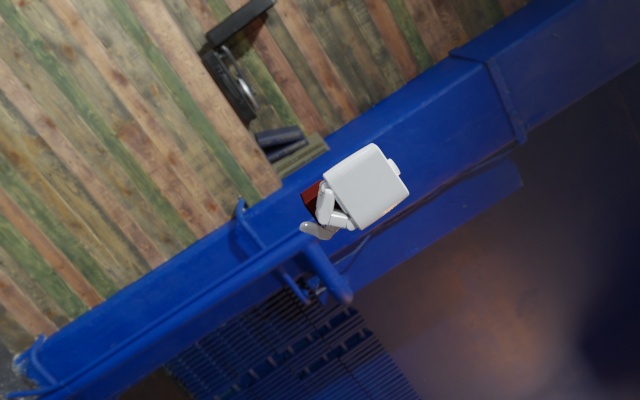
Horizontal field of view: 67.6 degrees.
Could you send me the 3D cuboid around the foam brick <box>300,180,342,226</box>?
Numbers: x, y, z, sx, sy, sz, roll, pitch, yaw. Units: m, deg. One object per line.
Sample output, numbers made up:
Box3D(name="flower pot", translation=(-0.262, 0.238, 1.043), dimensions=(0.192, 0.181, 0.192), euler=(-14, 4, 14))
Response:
Box3D(name="foam brick", translation=(0.000, 0.003, 0.890), dimensions=(0.051, 0.053, 0.078), euler=(-36, 18, 2))
